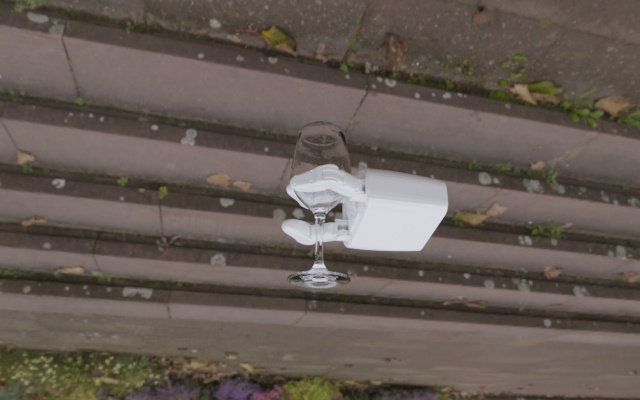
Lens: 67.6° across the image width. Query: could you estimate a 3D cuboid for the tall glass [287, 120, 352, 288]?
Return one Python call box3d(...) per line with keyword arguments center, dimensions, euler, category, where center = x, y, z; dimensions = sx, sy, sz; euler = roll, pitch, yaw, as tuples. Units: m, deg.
box3d(center=(0.000, 0.003, 0.594), dimensions=(0.079, 0.201, 0.079), euler=(1, -23, 0), category="tall glass")
